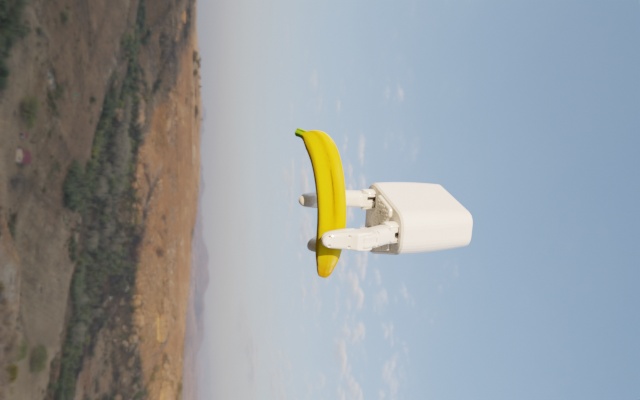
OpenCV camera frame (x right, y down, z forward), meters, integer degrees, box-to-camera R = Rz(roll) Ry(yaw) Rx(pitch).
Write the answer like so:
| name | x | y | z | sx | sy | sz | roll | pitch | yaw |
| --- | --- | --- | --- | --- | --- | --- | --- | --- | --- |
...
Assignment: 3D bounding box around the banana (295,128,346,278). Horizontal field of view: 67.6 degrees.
| name | x | y | z | sx | sy | sz | roll | pitch | yaw |
| --- | --- | --- | --- | --- | --- | --- | --- | --- | --- |
| banana | 0.006 | -0.005 | 0.590 | 0.037 | 0.197 | 0.069 | -4 | -11 | -22 |
